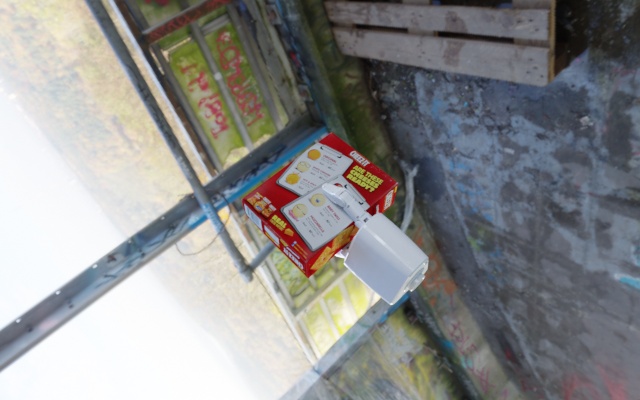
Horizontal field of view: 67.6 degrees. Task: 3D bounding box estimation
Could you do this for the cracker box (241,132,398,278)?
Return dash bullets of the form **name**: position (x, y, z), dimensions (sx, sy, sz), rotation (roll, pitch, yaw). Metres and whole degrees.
- **cracker box**: position (0.000, 0.003, 0.822), dimensions (0.213, 0.164, 0.072), rotation (-39, -26, -22)
